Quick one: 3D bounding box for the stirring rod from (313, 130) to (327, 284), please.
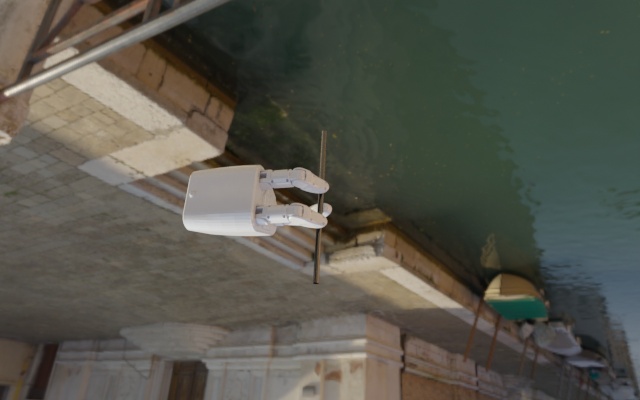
[{"bbox_3d":[0.000,0.002,0.690,0.011,0.239,0.011,3,-25,1],"label":"stirring rod"}]
